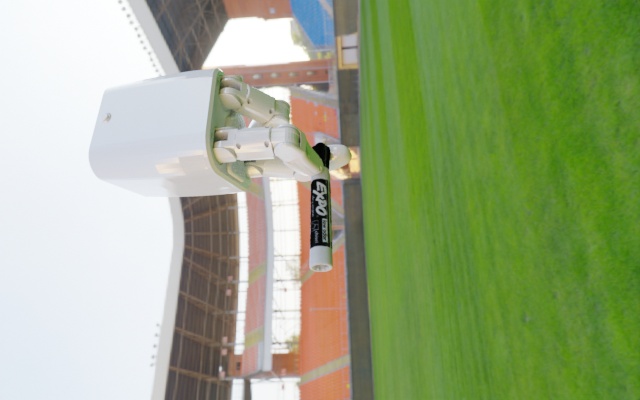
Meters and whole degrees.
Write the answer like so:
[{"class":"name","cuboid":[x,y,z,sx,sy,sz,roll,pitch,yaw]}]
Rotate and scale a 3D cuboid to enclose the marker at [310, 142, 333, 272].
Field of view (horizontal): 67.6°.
[{"class":"marker","cuboid":[0.000,0.001,0.410,0.020,0.121,0.020,0,-29,0]}]
